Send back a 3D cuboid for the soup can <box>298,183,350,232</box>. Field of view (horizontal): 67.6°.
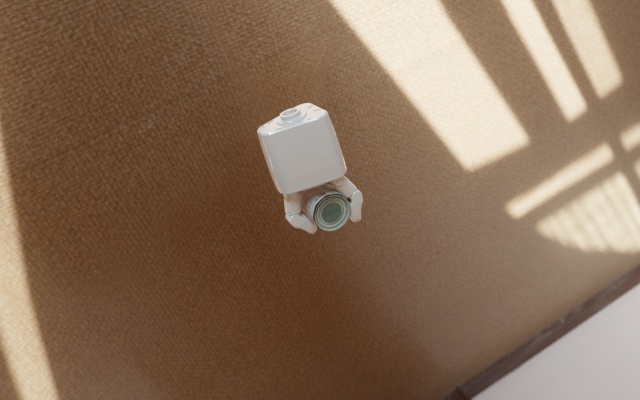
[{"bbox_3d":[0.000,0.003,0.813,0.068,0.068,0.102,0,21,-25],"label":"soup can"}]
